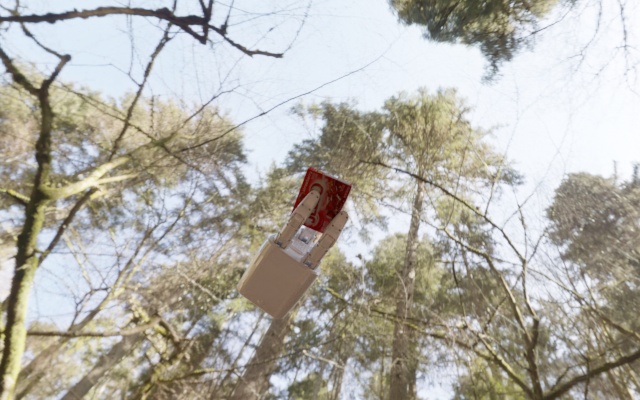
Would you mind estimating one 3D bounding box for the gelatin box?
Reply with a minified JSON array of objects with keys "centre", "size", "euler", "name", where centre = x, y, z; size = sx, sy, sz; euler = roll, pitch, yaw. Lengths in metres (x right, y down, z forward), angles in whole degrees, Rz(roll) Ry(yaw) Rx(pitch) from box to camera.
[{"centre":[0.000,0.002,0.742],"size":[0.073,0.089,0.030],"euler":[23,12,3],"name":"gelatin box"}]
